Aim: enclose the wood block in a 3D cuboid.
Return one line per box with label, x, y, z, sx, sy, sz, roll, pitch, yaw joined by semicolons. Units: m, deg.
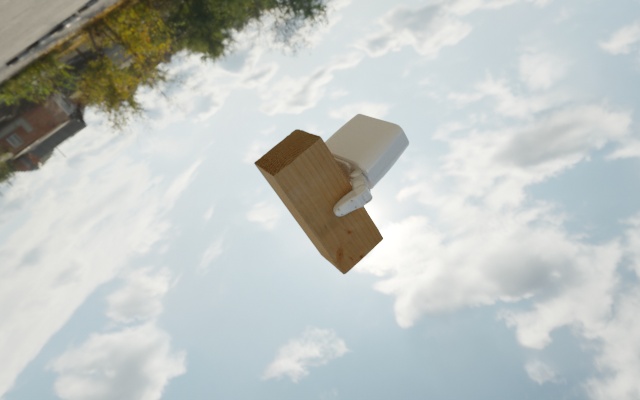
wood block;0.001;0.002;0.740;0.090;0.206;0.090;-40;29;-11
